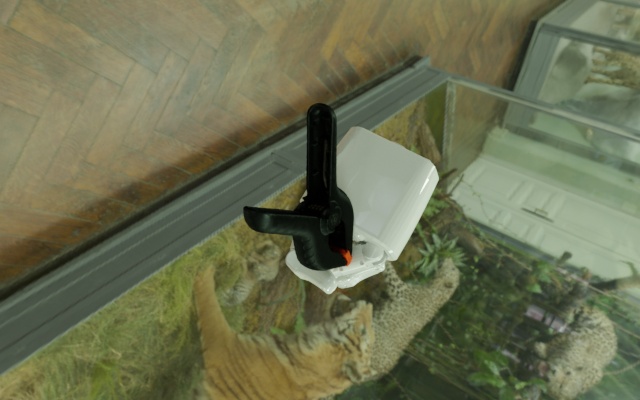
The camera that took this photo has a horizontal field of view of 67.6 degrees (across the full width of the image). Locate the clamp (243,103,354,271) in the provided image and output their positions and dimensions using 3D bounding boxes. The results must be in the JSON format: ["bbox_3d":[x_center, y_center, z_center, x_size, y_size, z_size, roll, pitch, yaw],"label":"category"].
[{"bbox_3d":[0.001,0.002,0.422,0.039,0.120,0.171,23,-17,28],"label":"clamp"}]
